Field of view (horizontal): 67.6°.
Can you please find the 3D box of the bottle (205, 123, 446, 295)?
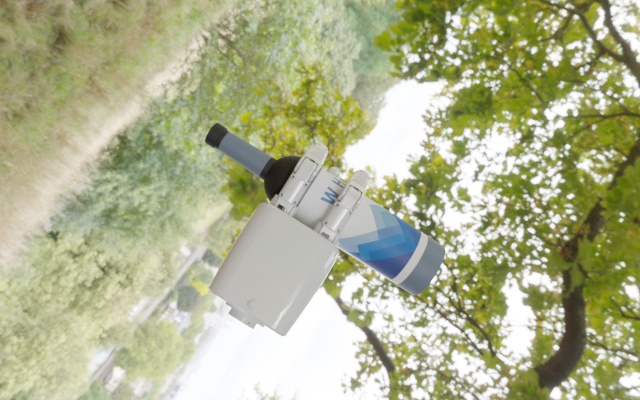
[{"bbox_3d":[0.000,0.002,0.546,0.296,0.069,0.069,32,-1,-1],"label":"bottle"}]
